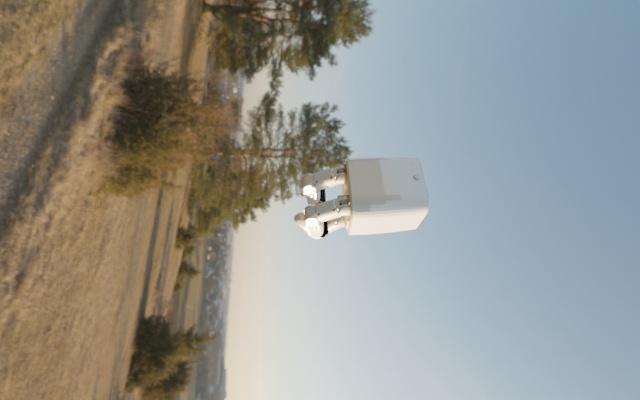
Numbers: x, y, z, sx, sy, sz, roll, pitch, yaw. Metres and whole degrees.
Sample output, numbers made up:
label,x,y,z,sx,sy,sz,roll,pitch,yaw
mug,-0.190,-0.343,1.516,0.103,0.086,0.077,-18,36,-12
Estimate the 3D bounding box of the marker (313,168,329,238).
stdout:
label,x,y,z,sx,sy,sz,roll,pitch,yaw
marker,0.000,0.002,0.732,0.020,0.121,0.020,-2,-35,-2
